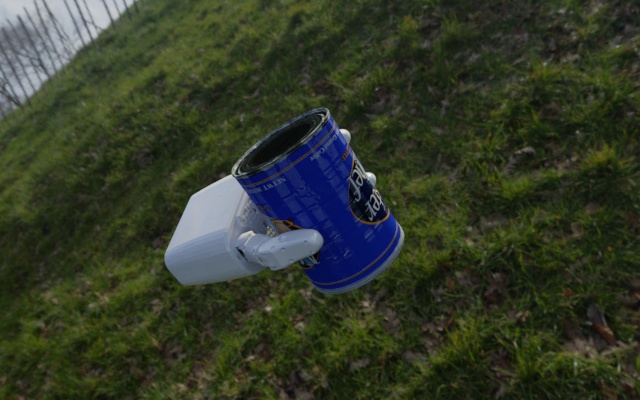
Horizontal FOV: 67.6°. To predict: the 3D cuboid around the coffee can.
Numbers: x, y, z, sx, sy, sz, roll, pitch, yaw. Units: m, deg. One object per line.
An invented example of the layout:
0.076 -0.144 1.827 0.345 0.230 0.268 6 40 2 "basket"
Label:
0.000 0.002 0.443 0.103 0.140 0.102 -29 22 13 "coffee can"
